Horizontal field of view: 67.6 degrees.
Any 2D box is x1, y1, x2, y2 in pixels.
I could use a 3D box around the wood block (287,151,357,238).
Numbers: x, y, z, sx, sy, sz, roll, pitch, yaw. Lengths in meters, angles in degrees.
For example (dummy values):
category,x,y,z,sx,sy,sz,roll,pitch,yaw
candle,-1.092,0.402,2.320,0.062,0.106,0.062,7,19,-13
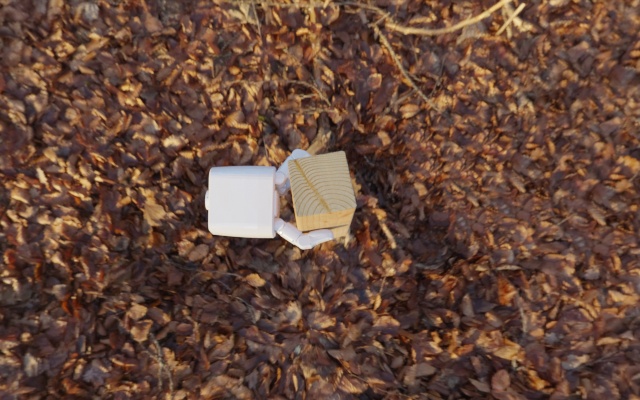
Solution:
category,x,y,z,sx,sy,sz,roll,pitch,yaw
wood block,0.000,0.003,0.792,0.090,0.090,0.206,-10,-15,-3
